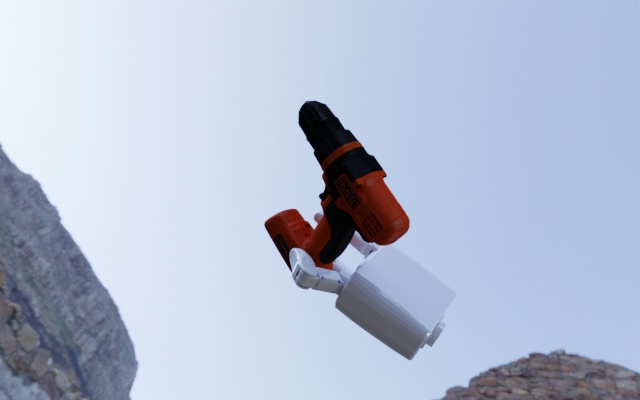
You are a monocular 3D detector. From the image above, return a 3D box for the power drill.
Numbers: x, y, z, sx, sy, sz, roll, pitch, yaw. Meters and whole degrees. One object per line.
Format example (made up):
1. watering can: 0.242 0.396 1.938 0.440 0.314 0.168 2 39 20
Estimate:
1. power drill: 0.000 0.002 0.566 0.057 0.184 0.188 -18 -21 -39
